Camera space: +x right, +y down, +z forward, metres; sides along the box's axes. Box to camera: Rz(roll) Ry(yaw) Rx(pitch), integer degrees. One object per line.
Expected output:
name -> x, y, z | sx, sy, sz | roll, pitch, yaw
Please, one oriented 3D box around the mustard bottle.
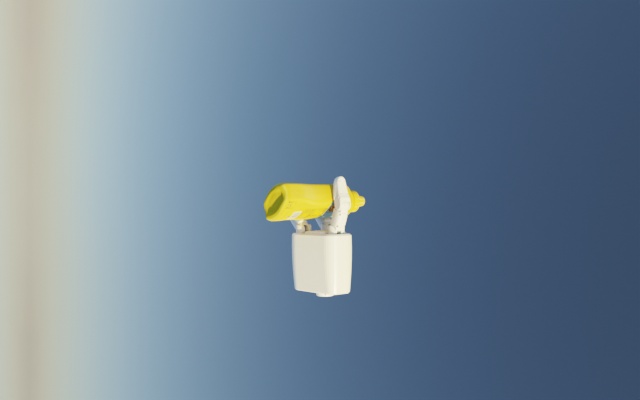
mustard bottle -> 0.000, 0.003, 0.877 | 0.191, 0.058, 0.096 | 0, -25, -31
